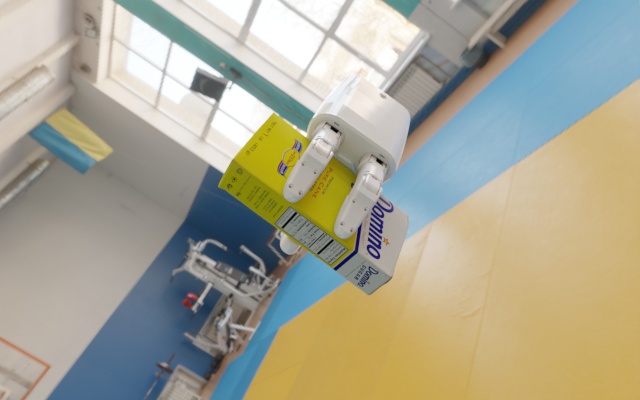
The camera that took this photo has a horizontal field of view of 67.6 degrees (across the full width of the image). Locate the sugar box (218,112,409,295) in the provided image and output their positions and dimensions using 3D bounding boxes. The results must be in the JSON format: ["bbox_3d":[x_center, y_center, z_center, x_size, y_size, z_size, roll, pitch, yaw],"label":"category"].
[{"bbox_3d":[0.000,0.001,0.457,0.176,0.093,0.048,34,-48,-6],"label":"sugar box"}]
